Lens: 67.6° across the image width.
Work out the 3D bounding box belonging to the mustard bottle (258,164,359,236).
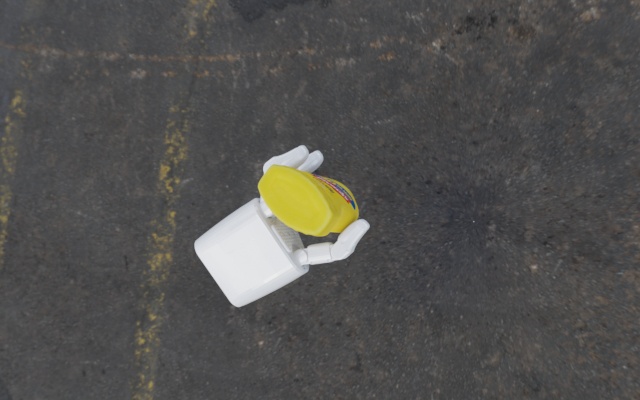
[{"bbox_3d":[0.000,0.002,0.607,0.096,0.058,0.191,37,10,16],"label":"mustard bottle"}]
